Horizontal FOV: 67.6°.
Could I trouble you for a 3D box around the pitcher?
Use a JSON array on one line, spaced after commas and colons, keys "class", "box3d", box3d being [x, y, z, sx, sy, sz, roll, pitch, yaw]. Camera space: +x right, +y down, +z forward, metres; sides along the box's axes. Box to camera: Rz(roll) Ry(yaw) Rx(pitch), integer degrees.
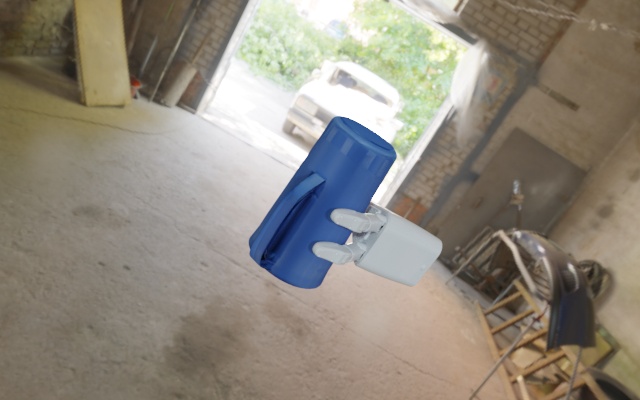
[{"class": "pitcher", "box3d": [0.000, 0.002, 0.700, 0.145, 0.243, 0.149, 26, 20, -19]}]
